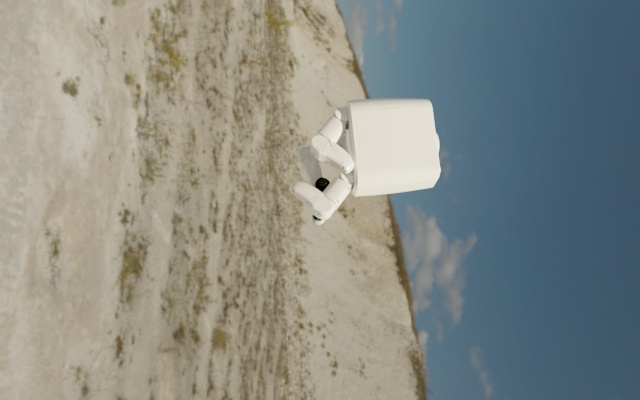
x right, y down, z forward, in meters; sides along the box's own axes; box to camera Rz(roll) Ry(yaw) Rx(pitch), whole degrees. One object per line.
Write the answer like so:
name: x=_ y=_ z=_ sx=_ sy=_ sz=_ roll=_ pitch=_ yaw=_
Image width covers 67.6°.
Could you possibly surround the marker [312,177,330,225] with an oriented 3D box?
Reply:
marker: x=0.000 y=0.002 z=0.629 sx=0.020 sy=0.020 sz=0.121 roll=0 pitch=-24 yaw=-3
